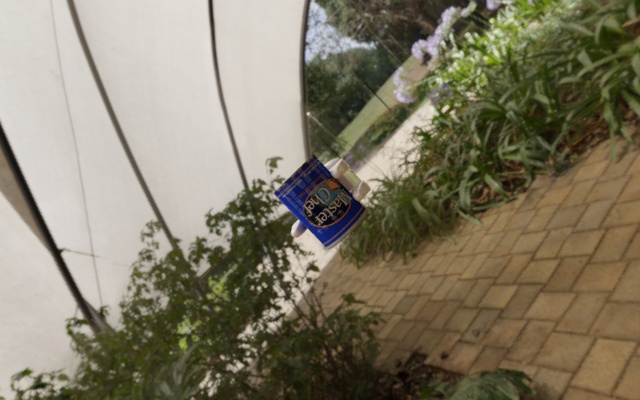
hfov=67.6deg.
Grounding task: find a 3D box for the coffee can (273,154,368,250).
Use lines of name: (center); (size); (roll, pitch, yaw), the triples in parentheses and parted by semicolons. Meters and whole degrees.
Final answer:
coffee can: (0.000, 0.003, 0.850); (0.103, 0.140, 0.103); (-44, 4, 4)
